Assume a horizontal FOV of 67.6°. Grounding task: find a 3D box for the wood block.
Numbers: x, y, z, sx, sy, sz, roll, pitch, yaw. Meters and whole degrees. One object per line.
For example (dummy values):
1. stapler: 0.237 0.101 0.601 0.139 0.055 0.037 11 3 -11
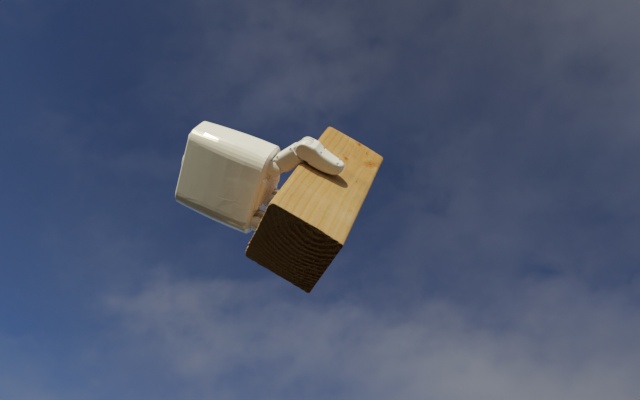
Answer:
1. wood block: 0.000 0.001 0.597 0.090 0.091 0.206 31 37 0
